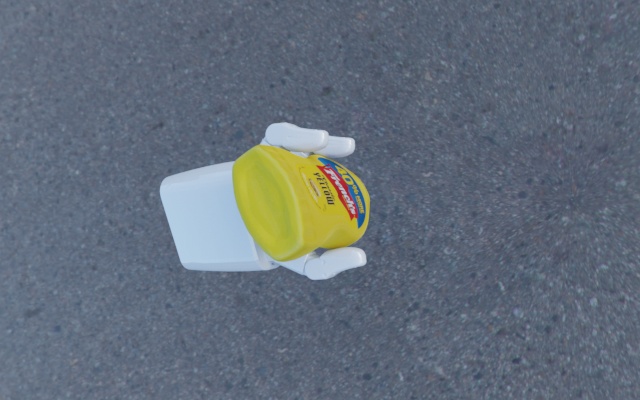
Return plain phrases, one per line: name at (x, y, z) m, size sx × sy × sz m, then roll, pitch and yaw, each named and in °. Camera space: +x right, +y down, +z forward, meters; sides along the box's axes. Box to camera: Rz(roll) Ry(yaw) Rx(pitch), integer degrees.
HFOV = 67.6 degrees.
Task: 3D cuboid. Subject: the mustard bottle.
mustard bottle at (0.000, 0.001, 0.461) m, size 0.058 × 0.096 × 0.191 m, roll -33°, pitch -15°, yaw 24°
